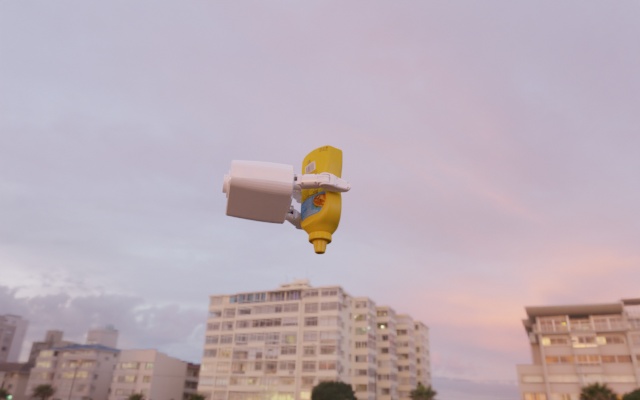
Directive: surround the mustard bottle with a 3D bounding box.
[{"bbox_3d":[0.000,0.003,0.857,0.058,0.191,0.096,18,-29,-32],"label":"mustard bottle"}]
